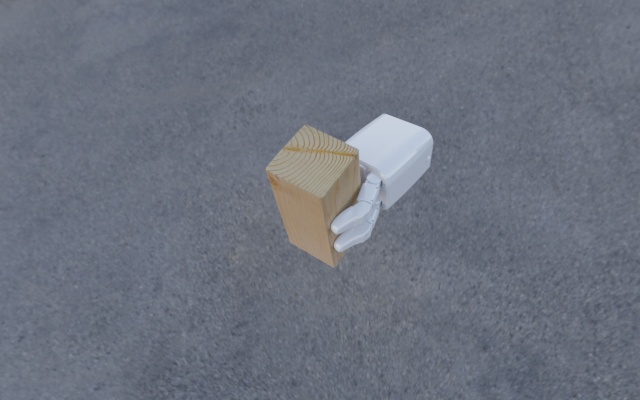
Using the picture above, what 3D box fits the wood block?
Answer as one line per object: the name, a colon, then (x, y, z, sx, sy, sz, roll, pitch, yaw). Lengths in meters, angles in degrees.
wood block: (0.000, 0.002, 0.693, 0.091, 0.090, 0.206, 29, -25, 22)
